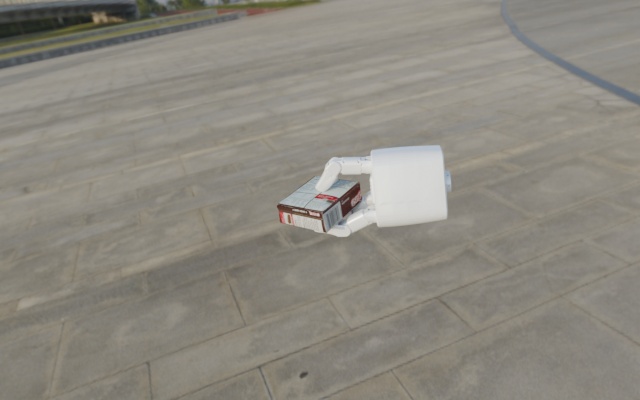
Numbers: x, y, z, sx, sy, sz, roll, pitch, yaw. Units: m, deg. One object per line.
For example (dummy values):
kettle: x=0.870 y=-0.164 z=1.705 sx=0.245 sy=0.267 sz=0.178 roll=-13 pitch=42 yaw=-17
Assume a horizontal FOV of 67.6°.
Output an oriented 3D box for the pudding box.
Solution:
pudding box: x=0.000 y=0.002 z=0.758 sx=0.090 sy=0.039 sz=0.113 roll=9 pitch=31 yaw=34
